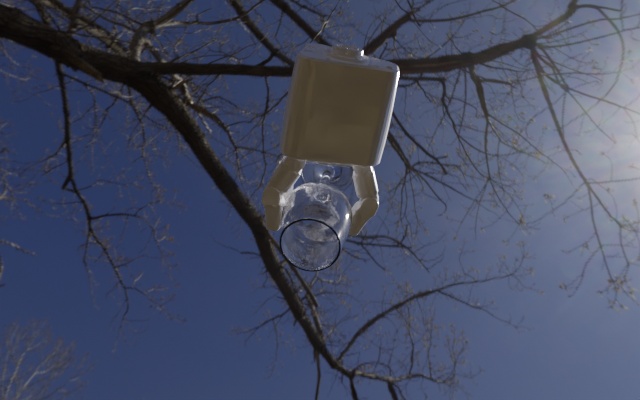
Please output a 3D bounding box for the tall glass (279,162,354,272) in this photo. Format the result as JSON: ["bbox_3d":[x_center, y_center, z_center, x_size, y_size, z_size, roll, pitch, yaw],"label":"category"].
[{"bbox_3d":[0.000,0.002,0.562,0.079,0.079,0.201,0,26,7],"label":"tall glass"}]
